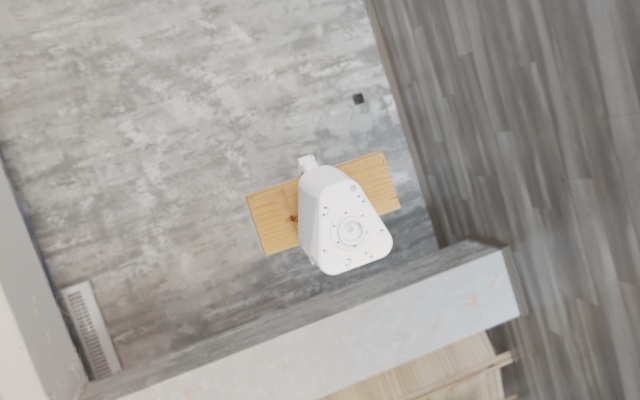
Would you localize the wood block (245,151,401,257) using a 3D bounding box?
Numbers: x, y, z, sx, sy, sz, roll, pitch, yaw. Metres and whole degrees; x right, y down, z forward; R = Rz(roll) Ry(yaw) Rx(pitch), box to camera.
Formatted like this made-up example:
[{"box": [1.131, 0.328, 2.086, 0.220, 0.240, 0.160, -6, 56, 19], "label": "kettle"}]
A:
[{"box": [0.000, 0.002, 0.714, 0.206, 0.091, 0.090, -19, 5, -9], "label": "wood block"}]
